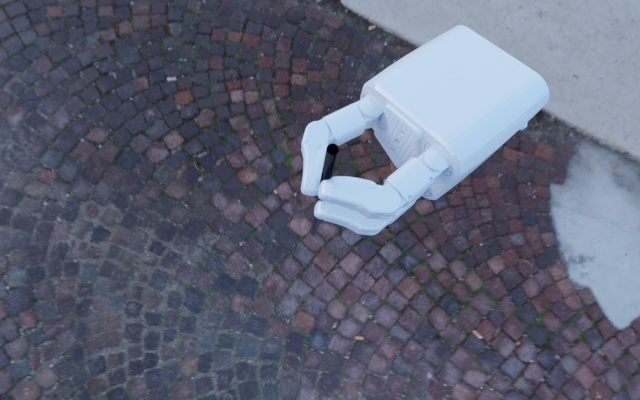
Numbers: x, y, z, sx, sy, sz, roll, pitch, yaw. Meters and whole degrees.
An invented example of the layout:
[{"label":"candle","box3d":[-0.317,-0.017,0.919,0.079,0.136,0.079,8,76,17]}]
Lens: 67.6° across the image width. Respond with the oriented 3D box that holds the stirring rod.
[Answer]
[{"label":"stirring rod","box3d":[0.000,0.001,0.417,0.011,0.011,0.239,0,-16,-4]}]
